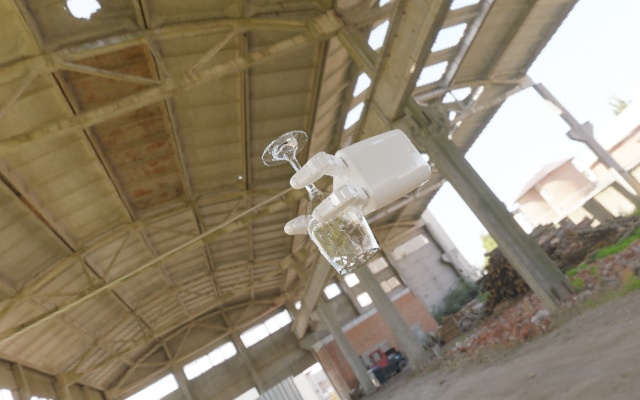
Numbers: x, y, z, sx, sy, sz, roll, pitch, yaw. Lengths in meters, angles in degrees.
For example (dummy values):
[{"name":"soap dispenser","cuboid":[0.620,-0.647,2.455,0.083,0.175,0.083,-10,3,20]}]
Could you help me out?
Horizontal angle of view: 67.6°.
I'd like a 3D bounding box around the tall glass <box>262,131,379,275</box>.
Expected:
[{"name":"tall glass","cuboid":[0.000,0.002,0.660,0.079,0.201,0.079,-29,-20,-12]}]
